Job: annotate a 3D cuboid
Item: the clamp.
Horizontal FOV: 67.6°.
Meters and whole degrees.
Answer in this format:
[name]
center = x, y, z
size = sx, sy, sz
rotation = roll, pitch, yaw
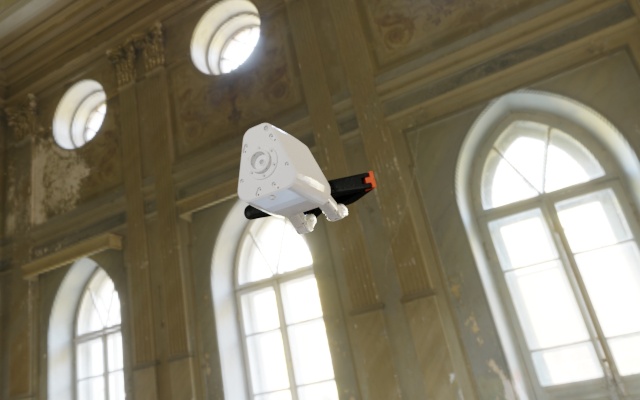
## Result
[clamp]
center = 0.000, 0.002, 0.801
size = 0.210, 0.036, 0.164
rotation = -19, -17, 20
